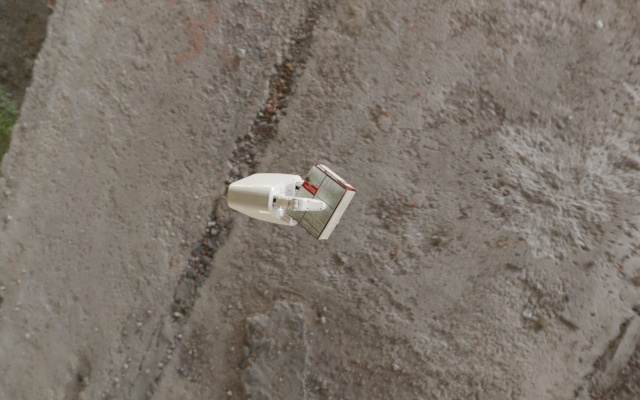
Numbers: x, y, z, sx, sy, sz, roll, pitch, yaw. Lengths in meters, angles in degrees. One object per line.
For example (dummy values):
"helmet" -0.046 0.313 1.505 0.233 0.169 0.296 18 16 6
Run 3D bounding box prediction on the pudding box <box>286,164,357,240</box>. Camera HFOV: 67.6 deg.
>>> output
"pudding box" 0.000 0.003 0.870 0.090 0.113 0.039 39 20 27
